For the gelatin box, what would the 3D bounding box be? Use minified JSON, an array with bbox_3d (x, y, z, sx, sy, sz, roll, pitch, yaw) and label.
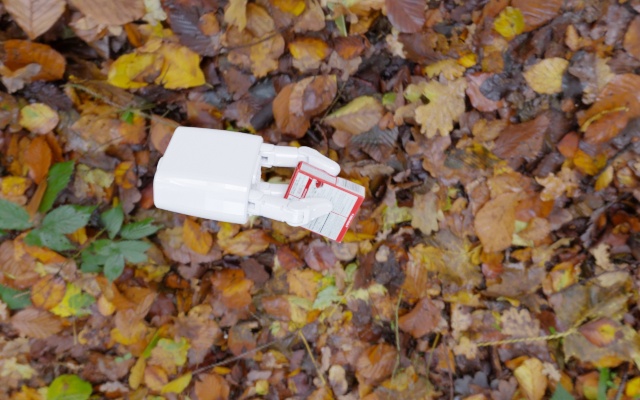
[{"bbox_3d":[0.000,0.002,0.584,0.089,0.073,0.030,22,29,-5],"label":"gelatin box"}]
